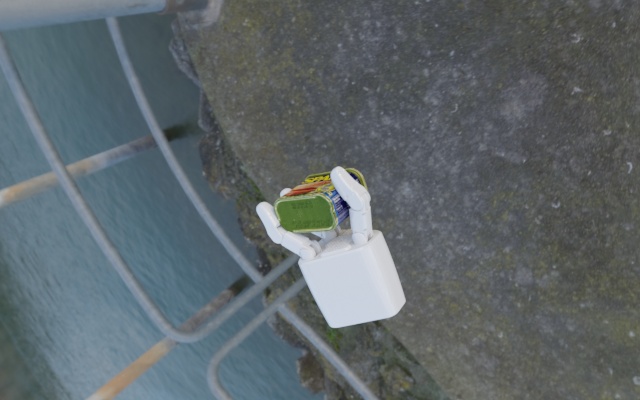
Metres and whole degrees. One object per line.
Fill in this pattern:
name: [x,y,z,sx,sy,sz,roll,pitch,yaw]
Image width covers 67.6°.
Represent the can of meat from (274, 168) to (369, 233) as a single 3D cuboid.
can of meat: [0.000,0.002,0.641,0.102,0.057,0.084,-7,20,38]
